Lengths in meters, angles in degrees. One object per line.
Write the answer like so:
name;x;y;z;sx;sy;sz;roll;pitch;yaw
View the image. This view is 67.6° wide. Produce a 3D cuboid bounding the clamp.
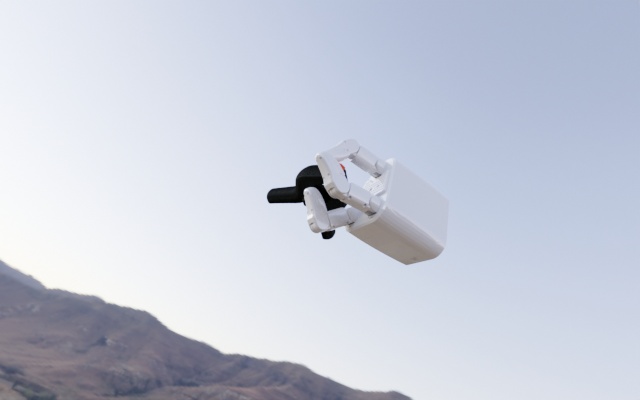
clamp;0.000;0.002;0.679;0.120;0.039;0.171;33;-27;-15
